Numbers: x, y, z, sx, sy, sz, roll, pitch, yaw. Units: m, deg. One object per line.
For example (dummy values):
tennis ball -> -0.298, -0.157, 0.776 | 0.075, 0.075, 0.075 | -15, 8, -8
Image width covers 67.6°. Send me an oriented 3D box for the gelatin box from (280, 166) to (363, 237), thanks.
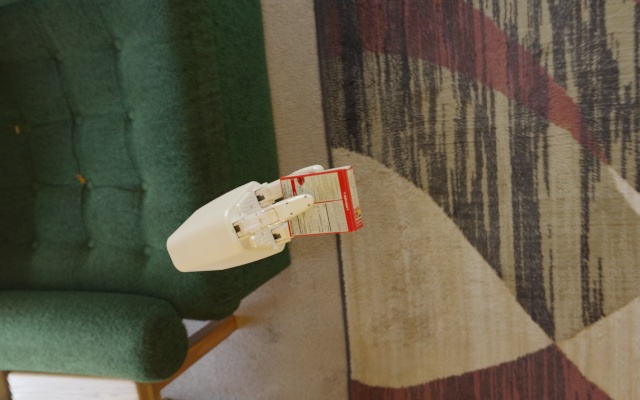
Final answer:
gelatin box -> 0.000, 0.002, 0.559 | 0.089, 0.073, 0.030 | -7, 8, 29
